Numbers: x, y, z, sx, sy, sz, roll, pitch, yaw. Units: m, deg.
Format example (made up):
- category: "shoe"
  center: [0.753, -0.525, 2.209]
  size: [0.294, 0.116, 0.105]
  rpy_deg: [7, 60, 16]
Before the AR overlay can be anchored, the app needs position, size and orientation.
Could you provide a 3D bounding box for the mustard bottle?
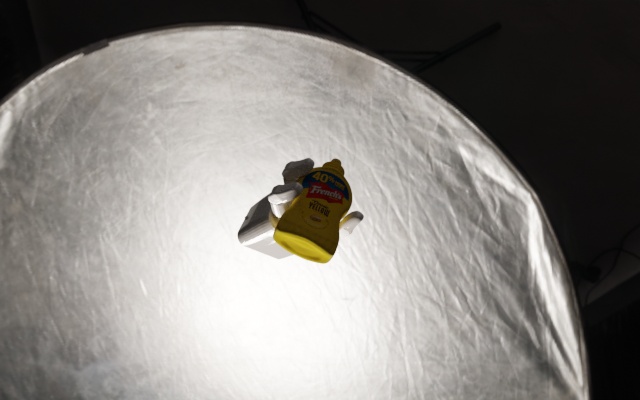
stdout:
- category: "mustard bottle"
  center: [0.000, 0.003, 0.759]
  size: [0.096, 0.191, 0.058]
  rpy_deg: [25, -40, -3]
